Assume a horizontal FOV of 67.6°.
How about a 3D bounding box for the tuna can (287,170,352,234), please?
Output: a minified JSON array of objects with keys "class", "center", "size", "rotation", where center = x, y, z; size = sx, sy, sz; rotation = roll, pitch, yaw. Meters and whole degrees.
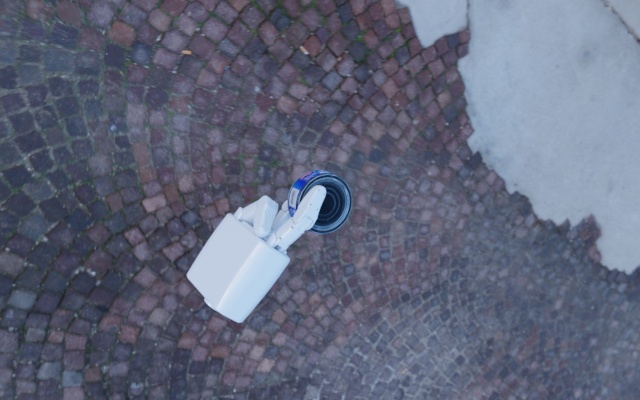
[{"class":"tuna can","center":[0.000,0.002,0.654],"size":[0.086,0.086,0.033],"rotation":[0,11,-27]}]
